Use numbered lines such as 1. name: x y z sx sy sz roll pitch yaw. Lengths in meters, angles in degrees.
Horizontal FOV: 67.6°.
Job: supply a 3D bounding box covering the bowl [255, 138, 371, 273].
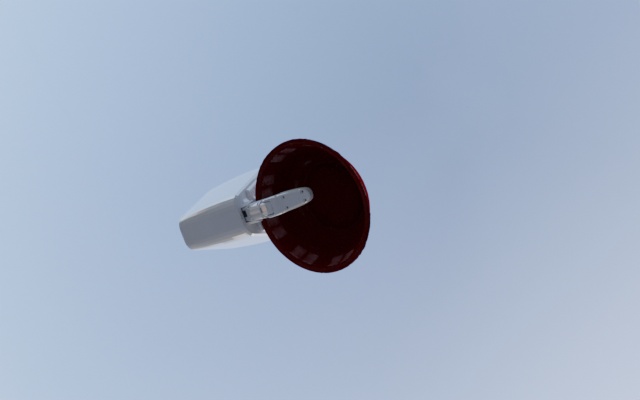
1. bowl: 0.001 0.002 0.569 0.162 0.162 0.055 0 16 36
